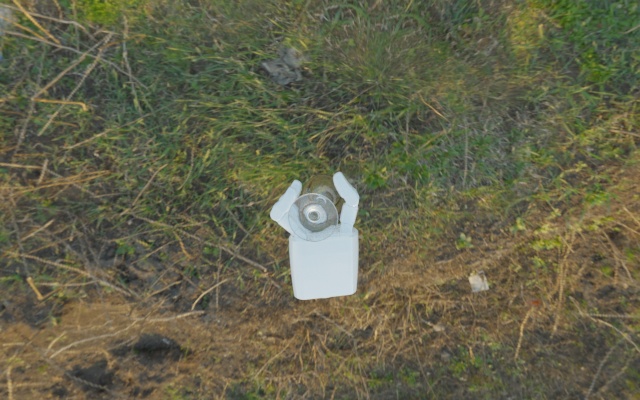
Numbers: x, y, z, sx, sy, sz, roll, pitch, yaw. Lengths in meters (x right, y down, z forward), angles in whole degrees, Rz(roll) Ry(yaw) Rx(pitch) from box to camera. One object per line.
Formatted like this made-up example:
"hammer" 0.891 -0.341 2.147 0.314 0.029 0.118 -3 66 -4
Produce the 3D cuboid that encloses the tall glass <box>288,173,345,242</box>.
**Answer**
"tall glass" 0.000 0.003 0.797 0.079 0.079 0.201 0 14 7
